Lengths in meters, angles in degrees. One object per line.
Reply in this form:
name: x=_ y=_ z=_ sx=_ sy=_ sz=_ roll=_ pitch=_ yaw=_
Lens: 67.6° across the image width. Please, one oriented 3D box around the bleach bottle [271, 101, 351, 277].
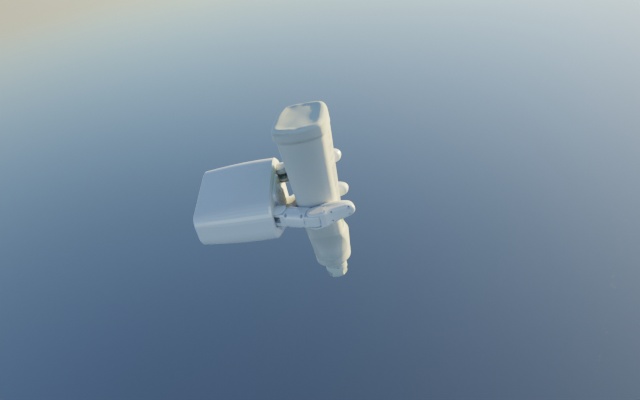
bleach bottle: x=0.000 y=0.002 z=0.641 sx=0.068 sy=0.251 sz=0.102 roll=-8 pitch=29 yaw=9
